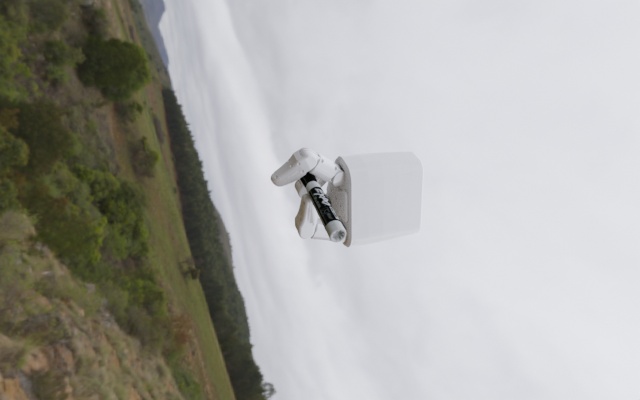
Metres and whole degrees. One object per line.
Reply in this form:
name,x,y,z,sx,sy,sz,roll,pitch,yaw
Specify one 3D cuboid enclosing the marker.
marker,0.000,0.002,0.543,0.020,0.020,0.121,0,36,-22
